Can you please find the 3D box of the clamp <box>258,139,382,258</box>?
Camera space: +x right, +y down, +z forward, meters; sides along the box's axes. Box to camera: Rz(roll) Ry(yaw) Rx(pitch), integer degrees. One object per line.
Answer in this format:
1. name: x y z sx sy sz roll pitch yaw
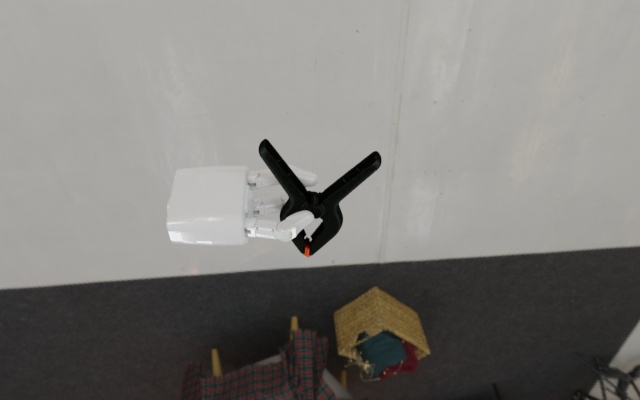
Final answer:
1. clamp: 0.000 0.003 0.693 0.164 0.210 0.036 1 41 2
